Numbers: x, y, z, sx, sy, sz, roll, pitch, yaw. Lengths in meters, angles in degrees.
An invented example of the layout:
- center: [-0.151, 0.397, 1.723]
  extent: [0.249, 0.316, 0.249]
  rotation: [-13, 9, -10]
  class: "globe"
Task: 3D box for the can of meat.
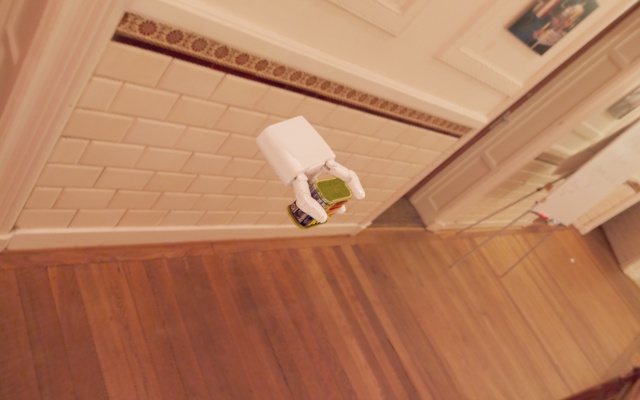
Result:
- center: [0.000, 0.003, 0.886]
  extent: [0.084, 0.057, 0.102]
  rotation: [-44, -17, 31]
  class: "can of meat"
